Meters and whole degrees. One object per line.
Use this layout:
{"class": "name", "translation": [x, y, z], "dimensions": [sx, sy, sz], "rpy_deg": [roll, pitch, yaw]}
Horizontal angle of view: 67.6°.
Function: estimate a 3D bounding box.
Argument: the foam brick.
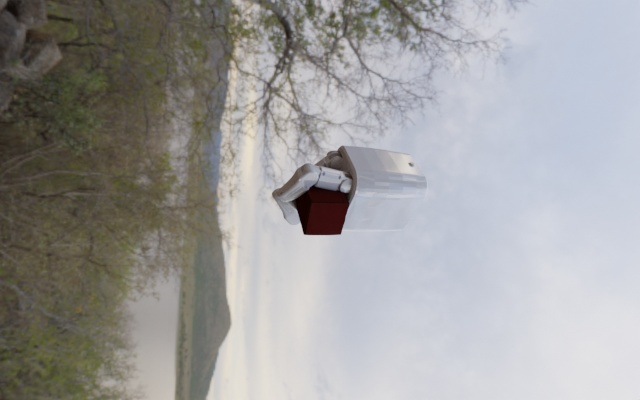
{"class": "foam brick", "translation": [0.000, 0.002, 0.624], "dimensions": [0.051, 0.053, 0.078], "rpy_deg": [3, 35, -16]}
